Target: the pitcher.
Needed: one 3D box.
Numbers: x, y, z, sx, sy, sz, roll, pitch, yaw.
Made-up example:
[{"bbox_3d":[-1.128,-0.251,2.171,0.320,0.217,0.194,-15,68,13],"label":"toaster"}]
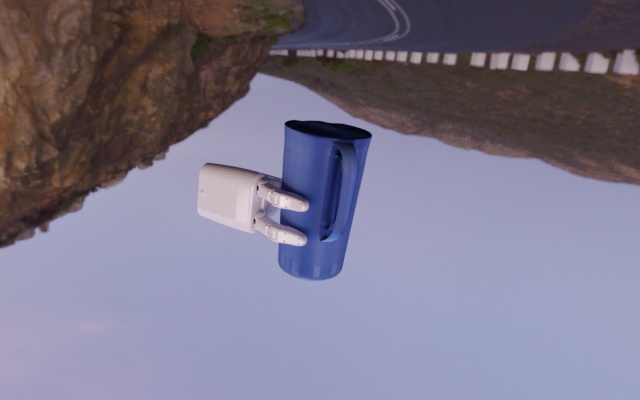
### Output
[{"bbox_3d":[0.000,0.002,0.744,0.145,0.243,0.149,15,20,22],"label":"pitcher"}]
